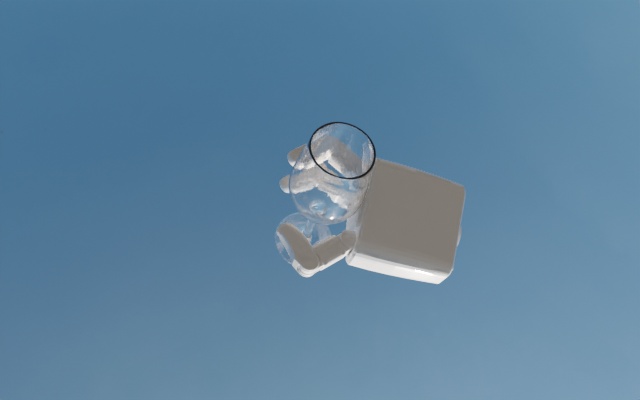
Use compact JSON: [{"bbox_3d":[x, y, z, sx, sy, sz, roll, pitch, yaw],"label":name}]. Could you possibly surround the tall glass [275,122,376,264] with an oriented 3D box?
[{"bbox_3d":[0.000,0.002,0.508,0.079,0.079,0.201,0,-28,-13],"label":"tall glass"}]
